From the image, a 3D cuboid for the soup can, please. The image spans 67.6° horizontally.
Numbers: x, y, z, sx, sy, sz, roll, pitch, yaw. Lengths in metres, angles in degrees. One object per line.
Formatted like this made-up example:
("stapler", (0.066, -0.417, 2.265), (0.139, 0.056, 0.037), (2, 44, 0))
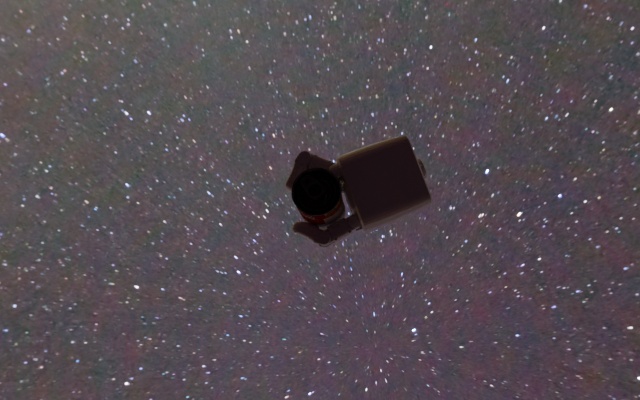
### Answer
("soup can", (0.000, 0.003, 0.685), (0.068, 0.068, 0.102), (0, -17, 7))
